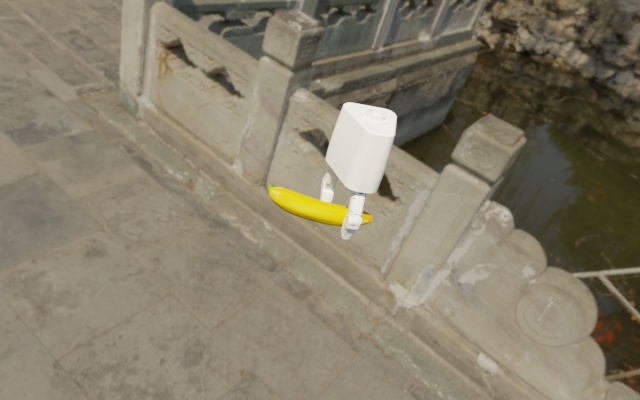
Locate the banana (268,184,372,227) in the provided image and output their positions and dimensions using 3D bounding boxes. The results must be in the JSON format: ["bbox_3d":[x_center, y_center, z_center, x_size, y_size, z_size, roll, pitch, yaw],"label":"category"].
[{"bbox_3d":[-0.008,0.010,0.824,0.198,0.037,0.069,19,31,9],"label":"banana"}]
